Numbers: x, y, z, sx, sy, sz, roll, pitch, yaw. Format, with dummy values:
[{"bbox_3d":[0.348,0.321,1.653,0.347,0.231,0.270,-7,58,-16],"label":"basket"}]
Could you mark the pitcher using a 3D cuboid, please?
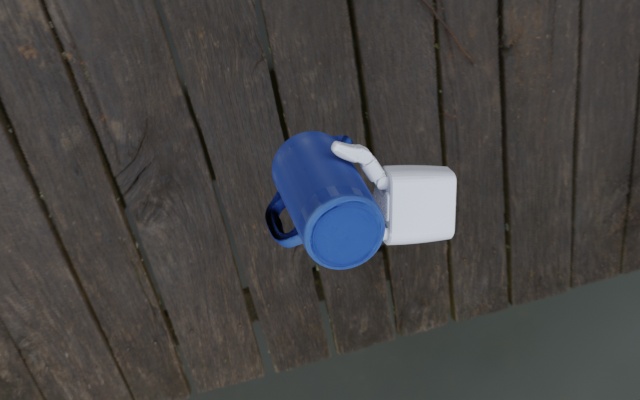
[{"bbox_3d":[0.000,0.002,0.703,0.145,0.149,0.242,-1,25,-12],"label":"pitcher"}]
